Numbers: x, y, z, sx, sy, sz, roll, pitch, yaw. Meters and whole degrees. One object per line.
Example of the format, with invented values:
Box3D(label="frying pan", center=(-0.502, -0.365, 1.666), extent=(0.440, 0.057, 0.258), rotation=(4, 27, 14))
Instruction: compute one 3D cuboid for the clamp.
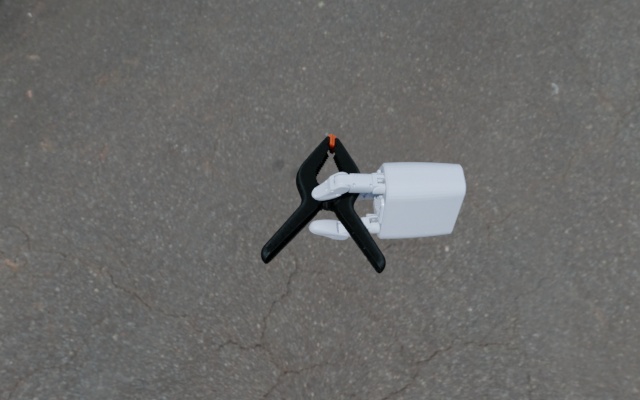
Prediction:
Box3D(label="clamp", center=(0.000, 0.001, 0.667), extent=(0.164, 0.210, 0.036), rotation=(-1, -26, -4))
